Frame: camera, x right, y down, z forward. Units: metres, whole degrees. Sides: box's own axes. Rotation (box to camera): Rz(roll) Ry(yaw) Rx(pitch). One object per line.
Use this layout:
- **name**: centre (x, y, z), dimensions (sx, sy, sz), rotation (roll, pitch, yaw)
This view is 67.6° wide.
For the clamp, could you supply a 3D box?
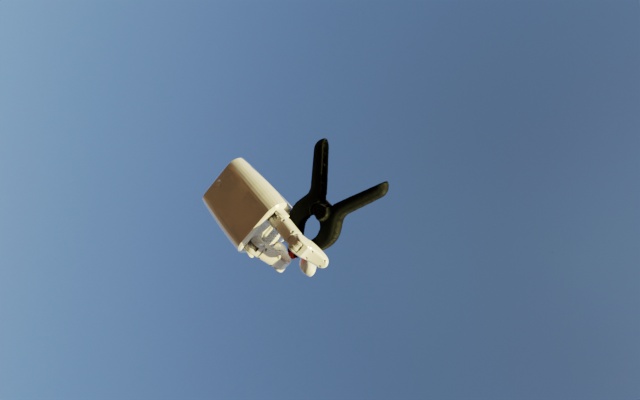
- **clamp**: centre (0.000, 0.002, 0.666), dimensions (0.120, 0.171, 0.039), rotation (48, 15, 22)
